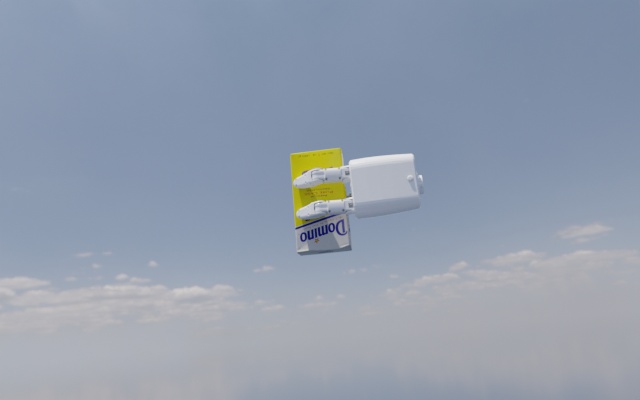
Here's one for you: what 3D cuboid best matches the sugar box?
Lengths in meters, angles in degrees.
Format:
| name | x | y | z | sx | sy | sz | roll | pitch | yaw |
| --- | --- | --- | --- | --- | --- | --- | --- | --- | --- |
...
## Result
| name | x | y | z | sx | sy | sz | roll | pitch | yaw |
| --- | --- | --- | --- | --- | --- | --- | --- | --- | --- |
| sugar box | 0.000 | 0.002 | 0.827 | 0.093 | 0.176 | 0.048 | -7 | -16 | 6 |
